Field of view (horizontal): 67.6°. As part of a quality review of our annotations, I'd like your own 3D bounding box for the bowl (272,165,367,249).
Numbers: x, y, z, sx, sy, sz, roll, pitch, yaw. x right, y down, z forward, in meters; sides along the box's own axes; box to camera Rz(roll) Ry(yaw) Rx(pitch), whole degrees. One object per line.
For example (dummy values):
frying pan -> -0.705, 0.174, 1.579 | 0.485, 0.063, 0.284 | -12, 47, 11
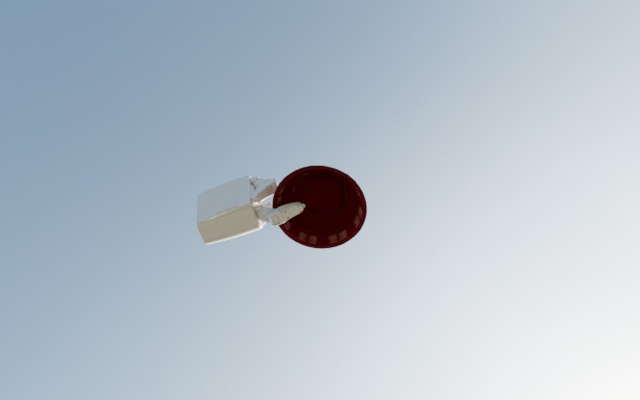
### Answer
bowl -> 0.002, 0.002, 0.832 | 0.162, 0.162, 0.055 | 0, 28, 6
